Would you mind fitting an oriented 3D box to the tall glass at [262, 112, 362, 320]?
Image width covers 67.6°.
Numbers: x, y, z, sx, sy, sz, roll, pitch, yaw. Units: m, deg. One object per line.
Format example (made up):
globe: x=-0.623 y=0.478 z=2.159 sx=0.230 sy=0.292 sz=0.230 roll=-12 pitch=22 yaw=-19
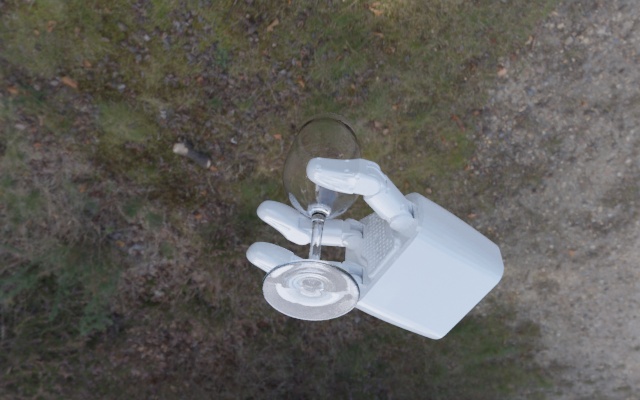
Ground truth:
tall glass: x=0.000 y=0.002 z=0.429 sx=0.079 sy=0.079 sz=0.200 roll=0 pitch=43 yaw=5
